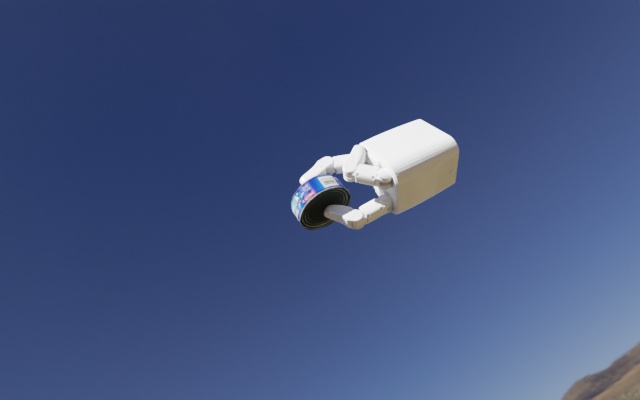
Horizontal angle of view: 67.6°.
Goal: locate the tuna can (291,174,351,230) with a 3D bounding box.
[{"bbox_3d":[0.000,0.002,0.707,0.086,0.086,0.033,0,42,-41],"label":"tuna can"}]
